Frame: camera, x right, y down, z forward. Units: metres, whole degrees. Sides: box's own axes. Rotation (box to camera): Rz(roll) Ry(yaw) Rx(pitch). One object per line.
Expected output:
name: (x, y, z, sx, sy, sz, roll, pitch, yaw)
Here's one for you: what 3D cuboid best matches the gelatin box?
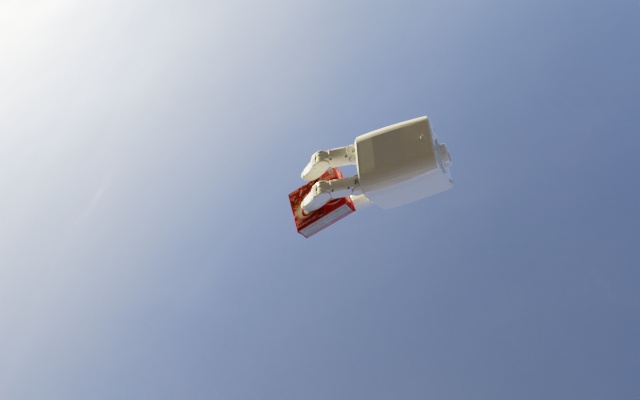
gelatin box: (0.000, 0.003, 0.705, 0.089, 0.073, 0.030, -31, -40, 17)
